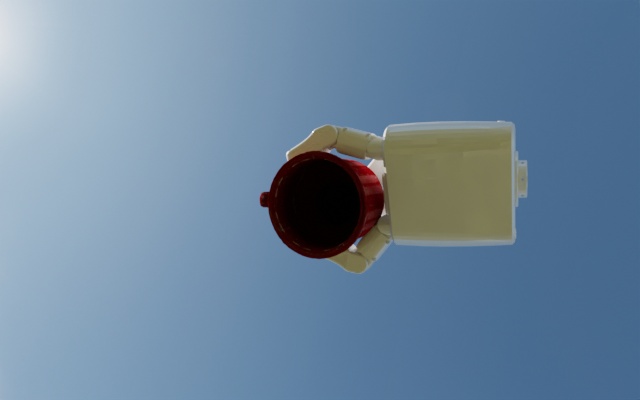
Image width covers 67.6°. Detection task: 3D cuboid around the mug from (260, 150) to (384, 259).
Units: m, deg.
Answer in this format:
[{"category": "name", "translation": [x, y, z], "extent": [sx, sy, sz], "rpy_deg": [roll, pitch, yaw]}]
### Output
[{"category": "mug", "translation": [-0.001, 0.002, 0.450], "extent": [0.117, 0.093, 0.081], "rpy_deg": [1, 4, 23]}]
